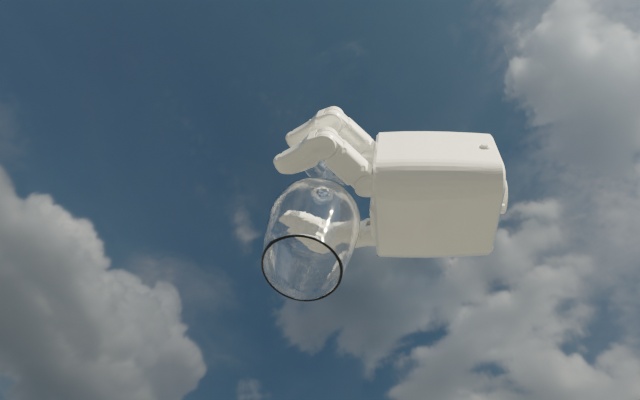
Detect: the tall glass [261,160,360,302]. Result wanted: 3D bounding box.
[{"bbox_3d":[0.000,0.001,0.436,0.079,0.079,0.201,0,30,10],"label":"tall glass"}]
